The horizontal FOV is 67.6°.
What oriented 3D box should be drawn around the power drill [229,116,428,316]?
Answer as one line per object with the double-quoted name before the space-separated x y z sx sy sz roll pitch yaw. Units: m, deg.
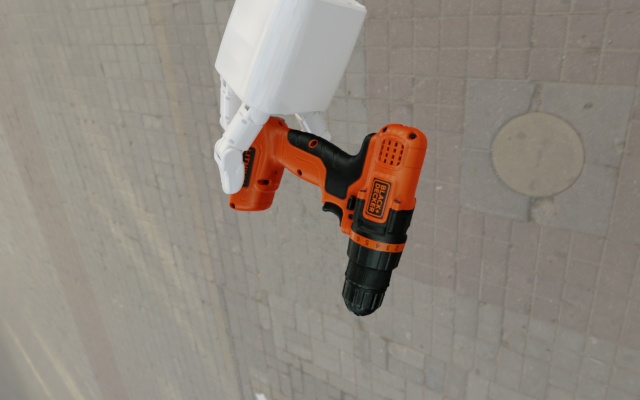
"power drill" 0.000 0.001 0.473 0.187 0.184 0.057 19 12 25
